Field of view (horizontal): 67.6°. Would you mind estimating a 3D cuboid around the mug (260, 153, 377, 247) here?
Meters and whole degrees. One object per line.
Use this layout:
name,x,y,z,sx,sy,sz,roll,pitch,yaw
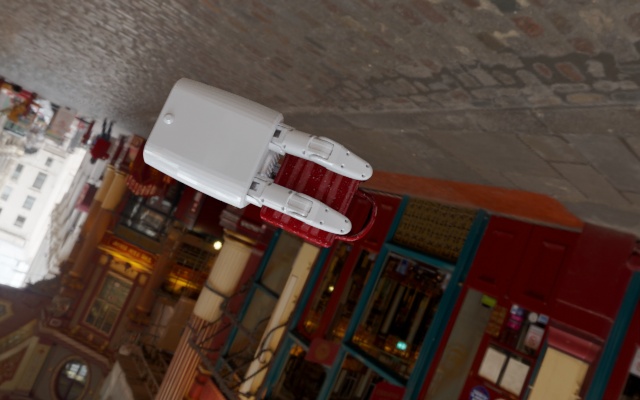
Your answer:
mug,0.001,0.002,0.493,0.117,0.081,0.093,23,-5,4
